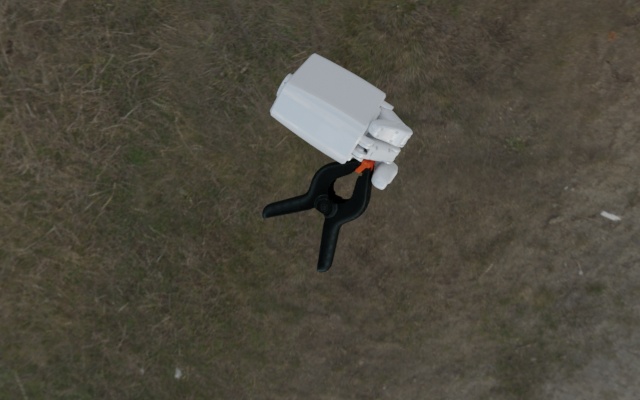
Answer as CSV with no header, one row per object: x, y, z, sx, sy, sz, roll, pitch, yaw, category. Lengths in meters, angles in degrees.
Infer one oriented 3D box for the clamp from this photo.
0.000,0.002,0.621,0.120,0.171,0.039,34,23,1,clamp
